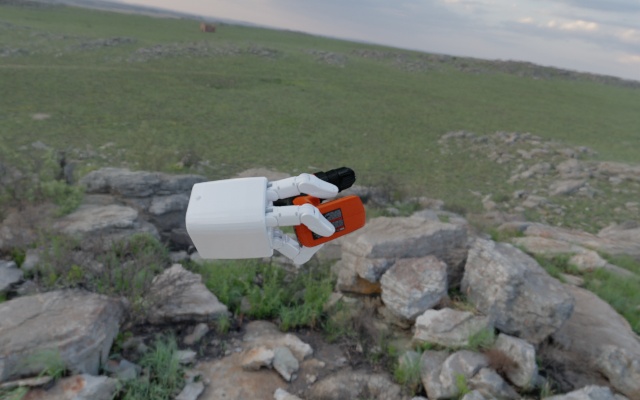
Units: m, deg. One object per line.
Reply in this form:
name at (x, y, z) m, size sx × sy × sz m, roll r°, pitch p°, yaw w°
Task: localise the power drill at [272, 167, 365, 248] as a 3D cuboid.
power drill at (0.000, 0.003, 0.765) m, size 0.184 × 0.057 × 0.187 m, roll -21°, pitch 20°, yaw -14°
